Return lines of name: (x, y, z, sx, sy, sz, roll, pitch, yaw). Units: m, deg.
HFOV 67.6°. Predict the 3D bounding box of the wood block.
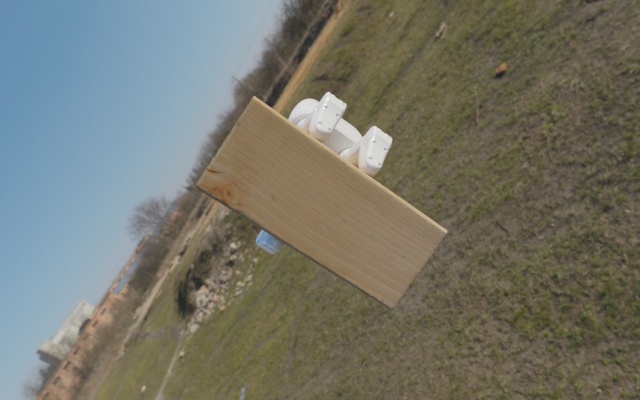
wood block: (0.000, 0.002, 0.448, 0.206, 0.091, 0.090, 33, 4, -12)
